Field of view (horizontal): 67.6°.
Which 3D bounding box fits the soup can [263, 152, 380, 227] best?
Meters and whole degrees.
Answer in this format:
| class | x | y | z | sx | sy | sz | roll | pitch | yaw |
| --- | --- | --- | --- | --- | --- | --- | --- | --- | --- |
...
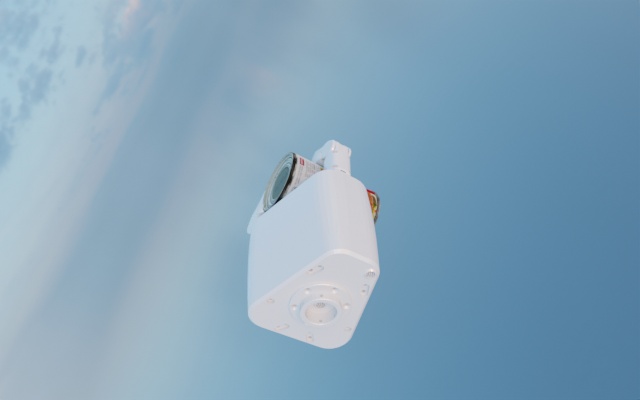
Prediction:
| class | x | y | z | sx | sy | sz | roll | pitch | yaw |
| --- | --- | --- | --- | --- | --- | --- | --- | --- | --- |
| soup can | 0.000 | 0.001 | 0.490 | 0.102 | 0.068 | 0.068 | 25 | -9 | -20 |
